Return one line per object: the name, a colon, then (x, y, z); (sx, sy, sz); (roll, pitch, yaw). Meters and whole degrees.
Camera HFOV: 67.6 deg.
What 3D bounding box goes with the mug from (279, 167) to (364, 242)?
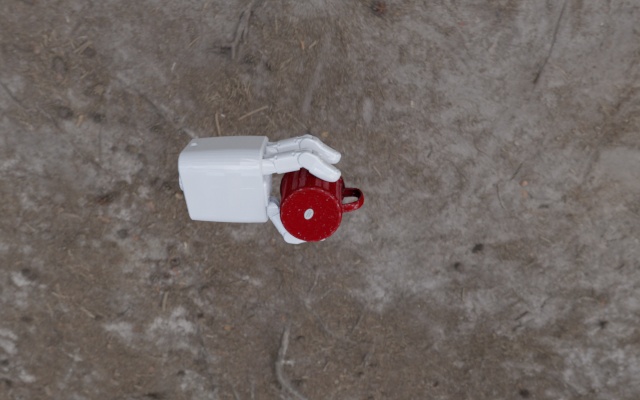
mug: (0.002, 0.002, 0.640); (0.117, 0.093, 0.081); (-1, 26, 2)
